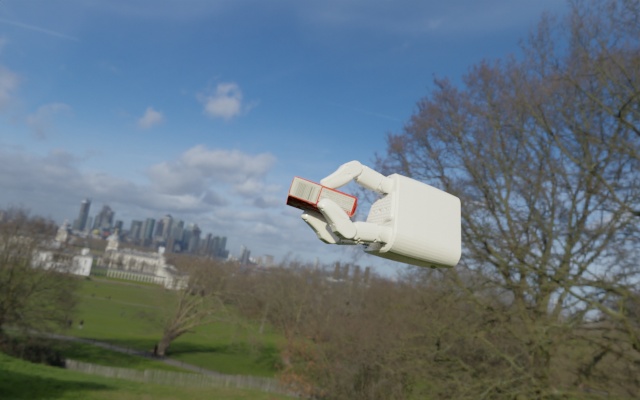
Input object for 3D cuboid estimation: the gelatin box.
[{"bbox_3d":[0.000,0.002,0.641,0.089,0.030,0.073,19,-11,-3],"label":"gelatin box"}]
